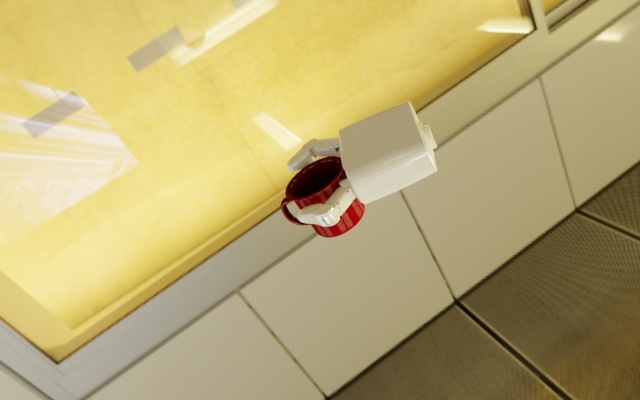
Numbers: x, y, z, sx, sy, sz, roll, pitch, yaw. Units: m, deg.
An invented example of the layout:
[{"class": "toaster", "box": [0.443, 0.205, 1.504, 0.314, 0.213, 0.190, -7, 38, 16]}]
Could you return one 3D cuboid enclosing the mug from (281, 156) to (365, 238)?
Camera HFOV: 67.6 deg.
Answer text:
[{"class": "mug", "box": [-0.001, 0.003, 0.675, 0.117, 0.081, 0.093, -23, 30, 18]}]
